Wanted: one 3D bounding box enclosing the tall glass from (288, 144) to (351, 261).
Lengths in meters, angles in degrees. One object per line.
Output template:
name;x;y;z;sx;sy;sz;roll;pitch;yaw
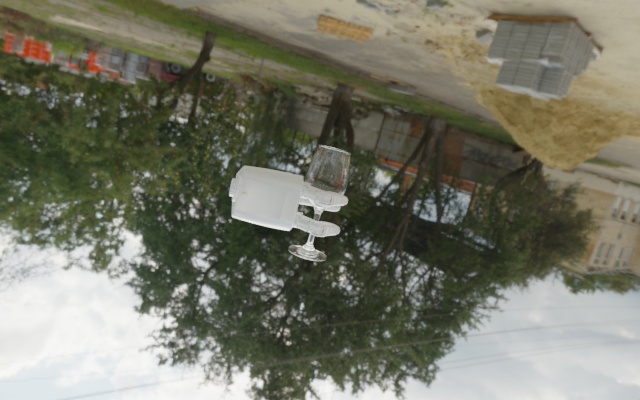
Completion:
tall glass;0.000;0.004;0.867;0.079;0.201;0.079;15;9;-2
